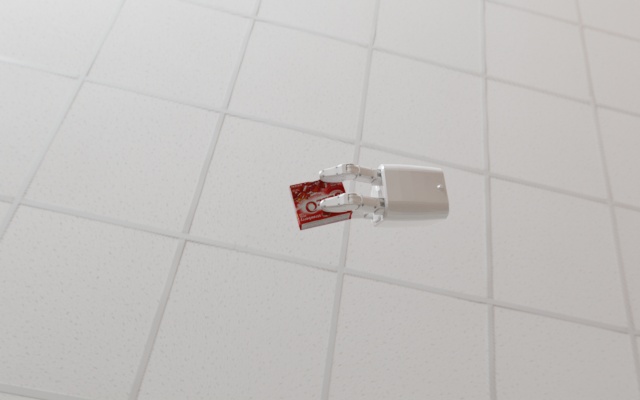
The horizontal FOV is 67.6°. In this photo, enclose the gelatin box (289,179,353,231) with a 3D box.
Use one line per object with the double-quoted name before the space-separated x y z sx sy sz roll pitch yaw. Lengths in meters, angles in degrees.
"gelatin box" 0.000 0.003 0.779 0.089 0.073 0.030 -13 -26 -9
